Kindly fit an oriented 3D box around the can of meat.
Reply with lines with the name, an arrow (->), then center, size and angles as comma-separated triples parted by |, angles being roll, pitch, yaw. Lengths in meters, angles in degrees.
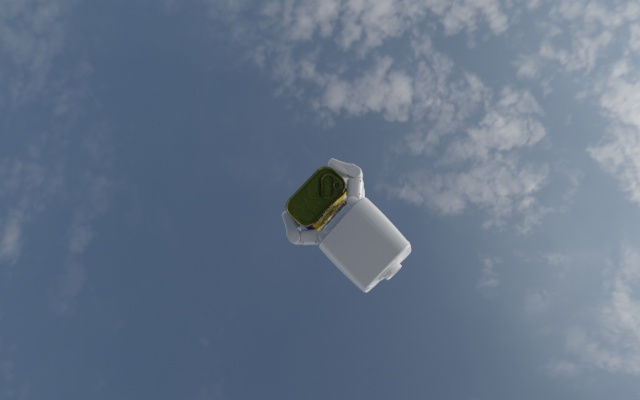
can of meat -> 0.000, 0.003, 0.791 | 0.057, 0.102, 0.084 | 43, -2, 18
